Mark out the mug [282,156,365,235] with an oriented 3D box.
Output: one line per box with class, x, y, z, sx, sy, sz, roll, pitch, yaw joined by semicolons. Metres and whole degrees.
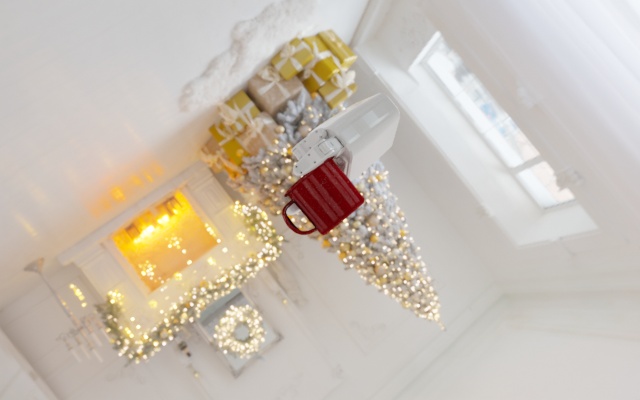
mug;-0.001;0.003;0.680;0.117;0.081;0.093;-39;-3;-17
